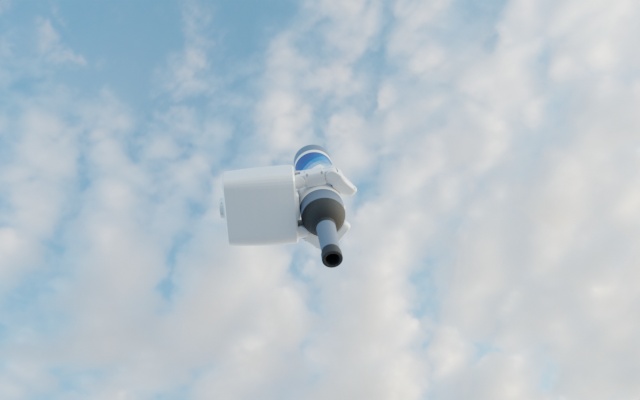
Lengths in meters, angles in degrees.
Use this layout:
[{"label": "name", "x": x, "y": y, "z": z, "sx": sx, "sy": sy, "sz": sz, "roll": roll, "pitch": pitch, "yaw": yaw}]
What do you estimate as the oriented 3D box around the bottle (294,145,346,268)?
[{"label": "bottle", "x": 0.000, "y": 0.002, "z": 0.736, "sx": 0.069, "sy": 0.069, "sz": 0.295, "roll": 0, "pitch": 30, "yaw": -7}]
